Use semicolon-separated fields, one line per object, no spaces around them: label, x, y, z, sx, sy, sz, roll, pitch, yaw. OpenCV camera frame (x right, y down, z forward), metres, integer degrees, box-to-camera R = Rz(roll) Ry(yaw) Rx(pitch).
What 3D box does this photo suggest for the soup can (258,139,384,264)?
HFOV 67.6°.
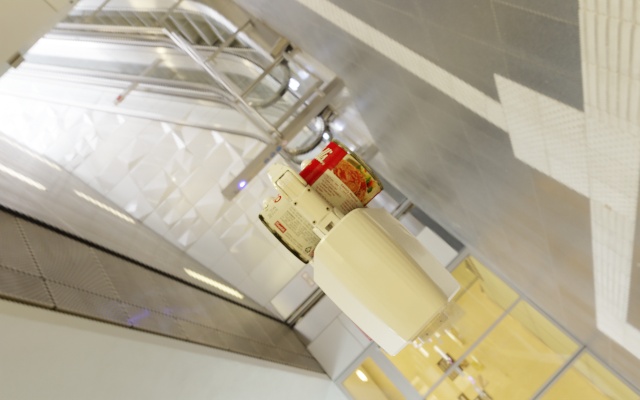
soup can;-0.001;0.001;0.449;0.068;0.102;0.068;45;-2;2
